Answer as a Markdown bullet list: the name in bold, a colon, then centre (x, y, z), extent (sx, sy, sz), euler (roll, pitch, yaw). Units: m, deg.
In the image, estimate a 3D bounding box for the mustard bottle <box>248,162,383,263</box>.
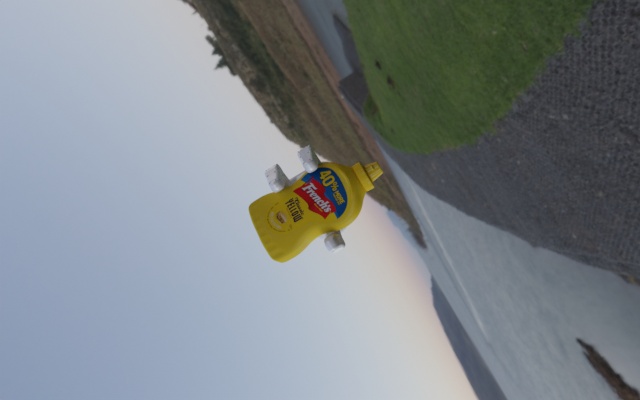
- **mustard bottle**: centre (0.000, 0.002, 0.666), extent (0.191, 0.096, 0.058), euler (-30, -21, 7)
